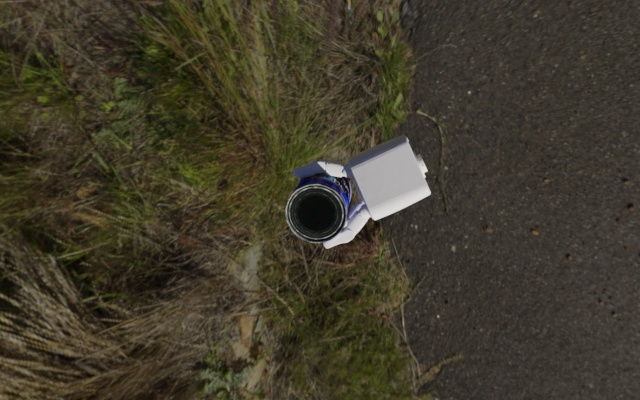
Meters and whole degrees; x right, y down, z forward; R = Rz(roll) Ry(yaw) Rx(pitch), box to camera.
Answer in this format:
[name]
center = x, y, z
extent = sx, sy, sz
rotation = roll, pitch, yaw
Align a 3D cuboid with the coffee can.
[coffee can]
center = 0.000, 0.003, 0.846
extent = 0.103, 0.103, 0.140
rotation = 0, 16, 7
